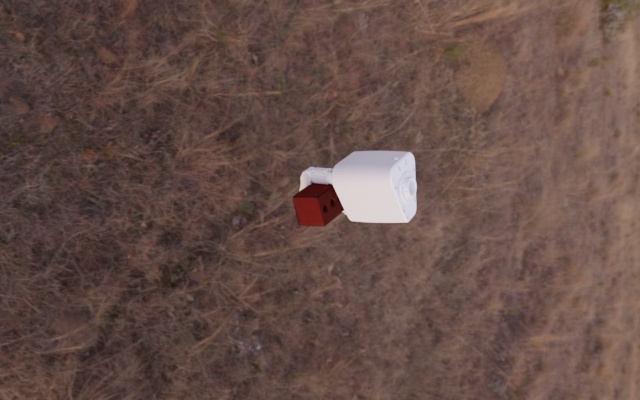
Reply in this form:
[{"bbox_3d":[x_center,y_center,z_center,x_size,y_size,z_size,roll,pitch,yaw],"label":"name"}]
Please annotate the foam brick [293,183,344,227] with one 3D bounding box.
[{"bbox_3d":[0.000,0.003,0.786,0.051,0.053,0.078,3,27,35],"label":"foam brick"}]
